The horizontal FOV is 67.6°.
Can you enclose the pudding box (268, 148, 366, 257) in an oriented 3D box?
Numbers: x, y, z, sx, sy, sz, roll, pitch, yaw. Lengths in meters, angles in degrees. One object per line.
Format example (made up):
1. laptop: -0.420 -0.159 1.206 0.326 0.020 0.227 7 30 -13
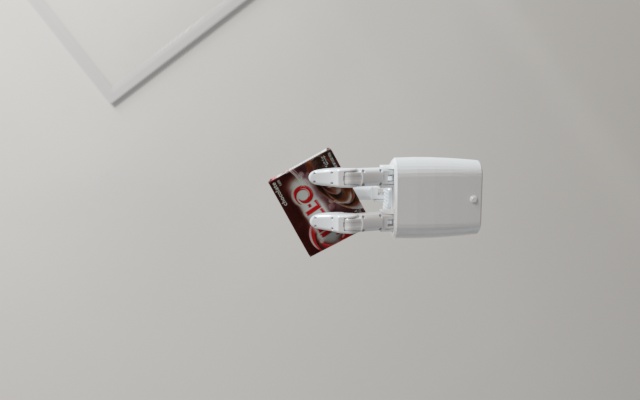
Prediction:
1. pudding box: 0.000 0.002 0.610 0.090 0.113 0.039 -28 6 5
